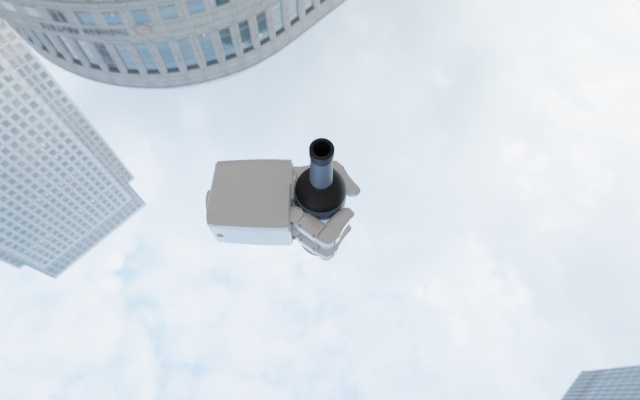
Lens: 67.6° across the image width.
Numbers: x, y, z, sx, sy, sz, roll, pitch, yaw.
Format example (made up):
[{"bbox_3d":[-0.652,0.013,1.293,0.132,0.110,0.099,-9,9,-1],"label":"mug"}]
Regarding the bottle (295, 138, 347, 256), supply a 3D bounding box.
[{"bbox_3d":[0.000,0.002,0.641,0.069,0.069,0.296,0,-23,-1],"label":"bottle"}]
